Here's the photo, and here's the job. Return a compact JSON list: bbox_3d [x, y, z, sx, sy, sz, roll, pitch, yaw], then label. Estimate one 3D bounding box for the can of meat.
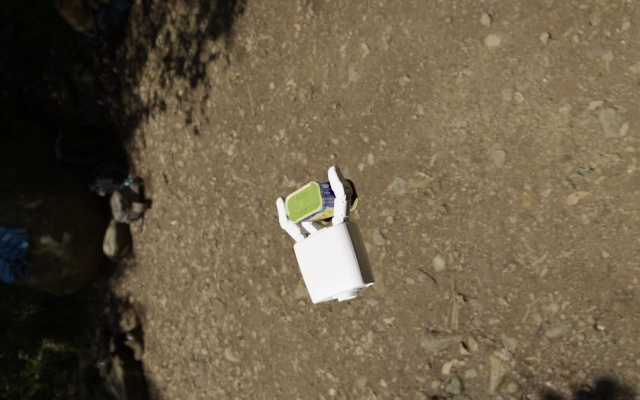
[{"bbox_3d":[0.000,0.003,0.838,0.084,0.057,0.102,-3,-19,-43],"label":"can of meat"}]
